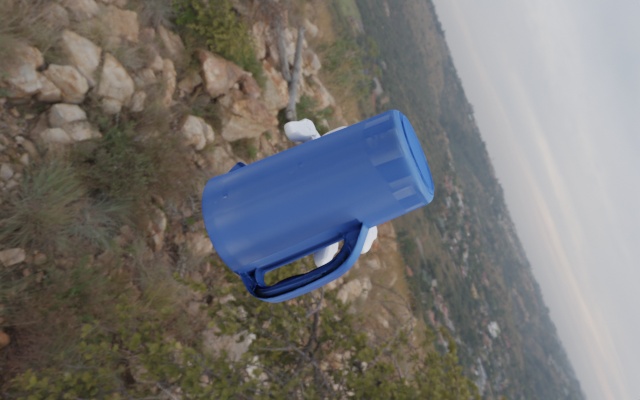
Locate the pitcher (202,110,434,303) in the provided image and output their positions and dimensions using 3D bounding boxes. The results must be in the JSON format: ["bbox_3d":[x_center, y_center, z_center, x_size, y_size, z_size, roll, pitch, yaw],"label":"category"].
[{"bbox_3d":[0.000,0.002,0.542,0.243,0.149,0.145,-22,15,20],"label":"pitcher"}]
